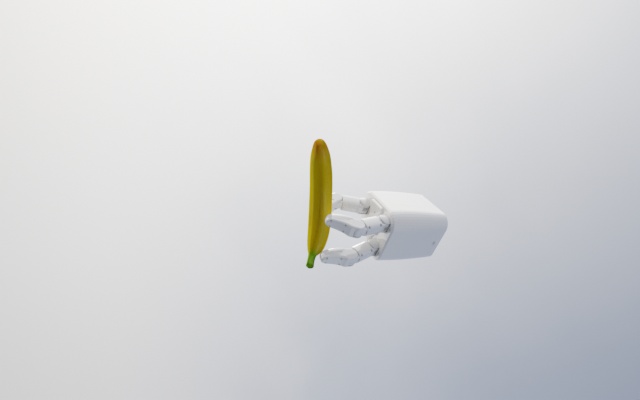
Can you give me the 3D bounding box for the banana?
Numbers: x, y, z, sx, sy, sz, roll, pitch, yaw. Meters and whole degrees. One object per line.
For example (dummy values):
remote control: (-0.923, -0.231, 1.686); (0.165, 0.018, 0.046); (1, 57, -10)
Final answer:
banana: (0.000, 0.001, 0.727); (0.037, 0.198, 0.069); (2, 16, -1)
